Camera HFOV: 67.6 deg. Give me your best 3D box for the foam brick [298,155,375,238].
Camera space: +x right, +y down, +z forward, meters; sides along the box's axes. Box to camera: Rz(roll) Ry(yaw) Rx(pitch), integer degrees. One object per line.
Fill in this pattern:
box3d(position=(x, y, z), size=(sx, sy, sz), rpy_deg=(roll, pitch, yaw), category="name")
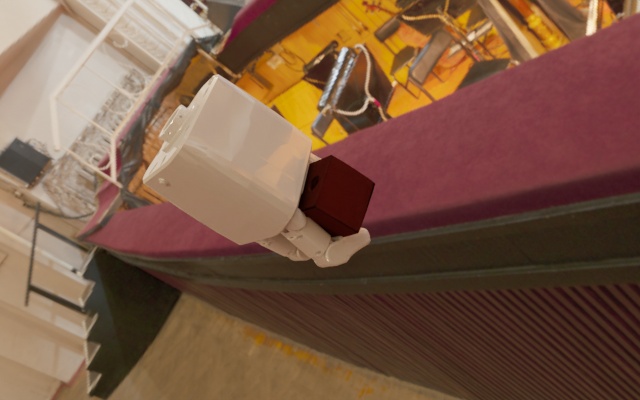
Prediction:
box3d(position=(0.000, 0.001, 0.433), size=(0.051, 0.053, 0.078), rpy_deg=(33, -28, -26), category="foam brick")
